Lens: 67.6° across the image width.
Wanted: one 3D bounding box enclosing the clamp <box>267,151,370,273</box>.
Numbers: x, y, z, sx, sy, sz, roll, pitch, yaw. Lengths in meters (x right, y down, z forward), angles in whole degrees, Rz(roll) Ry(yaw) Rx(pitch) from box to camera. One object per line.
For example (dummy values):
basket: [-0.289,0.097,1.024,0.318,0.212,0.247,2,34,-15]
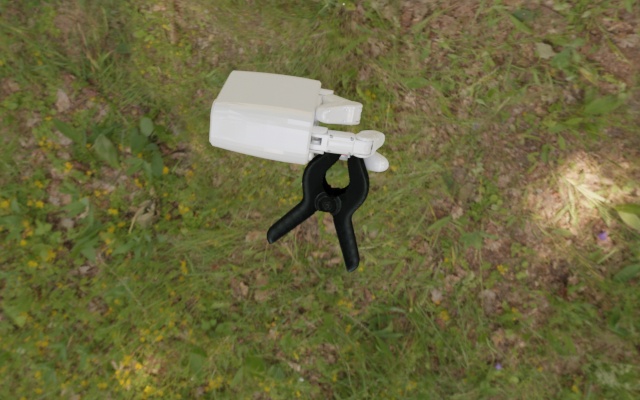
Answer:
clamp: [0.000,0.002,0.569,0.120,0.171,0.039,9,23,0]
